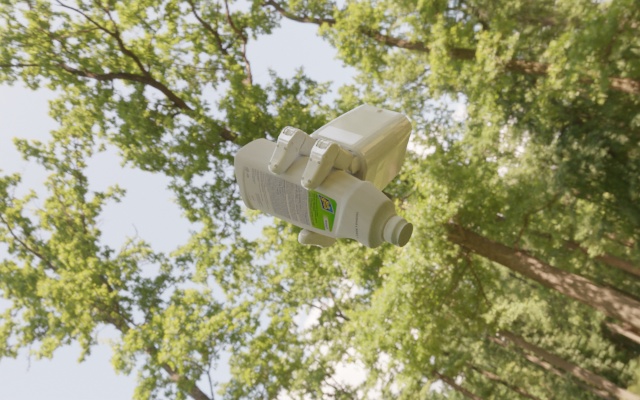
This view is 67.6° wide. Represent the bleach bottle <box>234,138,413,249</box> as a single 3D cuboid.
[{"bbox_3d":[0.000,0.002,0.586,0.250,0.103,0.068,24,48,36],"label":"bleach bottle"}]
